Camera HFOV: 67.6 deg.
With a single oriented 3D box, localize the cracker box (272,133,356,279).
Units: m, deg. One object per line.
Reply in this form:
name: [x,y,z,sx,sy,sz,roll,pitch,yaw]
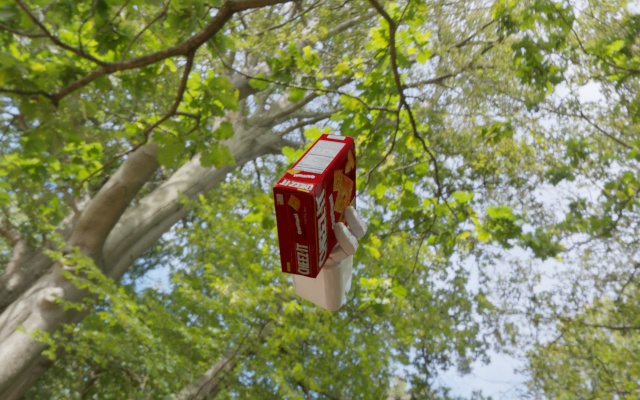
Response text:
cracker box: [0.000,0.003,0.819,0.072,0.164,0.213,9,33,19]
